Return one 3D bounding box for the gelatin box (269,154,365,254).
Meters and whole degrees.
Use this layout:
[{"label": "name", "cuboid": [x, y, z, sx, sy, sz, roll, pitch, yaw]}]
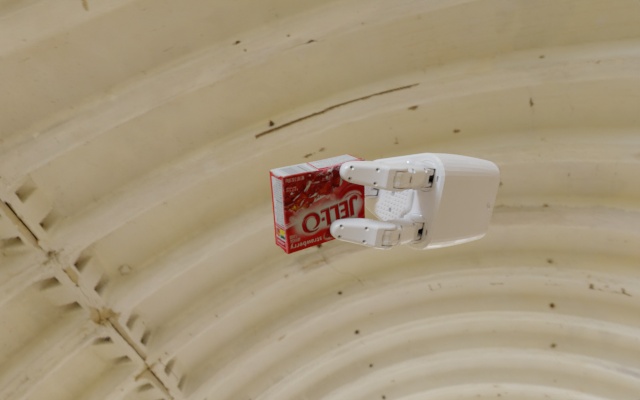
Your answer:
[{"label": "gelatin box", "cuboid": [0.000, 0.001, 0.442, 0.089, 0.073, 0.030, -14, 24, -29]}]
